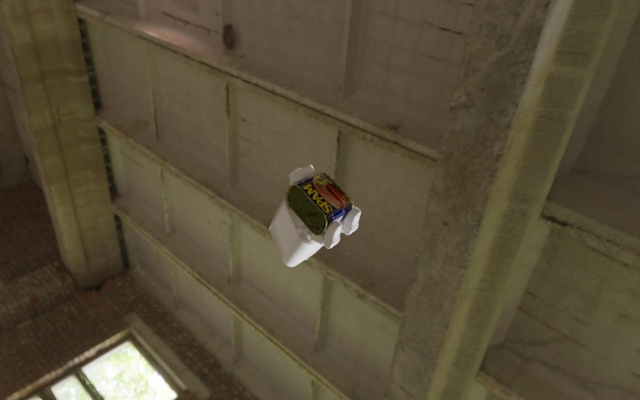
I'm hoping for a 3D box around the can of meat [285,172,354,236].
[{"bbox_3d":[0.000,0.003,0.886,0.084,0.102,0.057,-28,-21,-40],"label":"can of meat"}]
